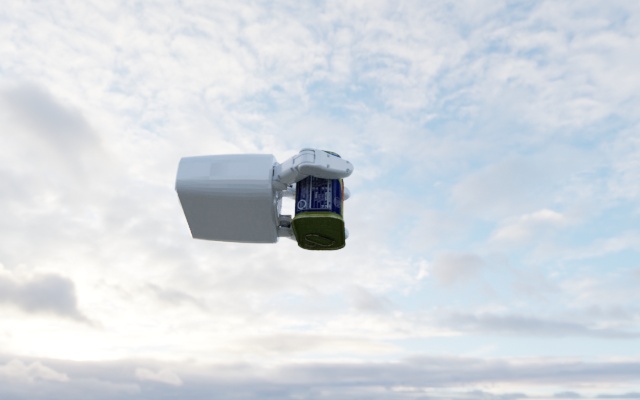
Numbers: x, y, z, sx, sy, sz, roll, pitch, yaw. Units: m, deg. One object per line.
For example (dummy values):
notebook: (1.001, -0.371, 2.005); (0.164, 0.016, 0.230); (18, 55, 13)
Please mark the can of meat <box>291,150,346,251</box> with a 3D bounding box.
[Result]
can of meat: (0.000, 0.001, 0.550); (0.057, 0.084, 0.102); (-1, -26, 4)
